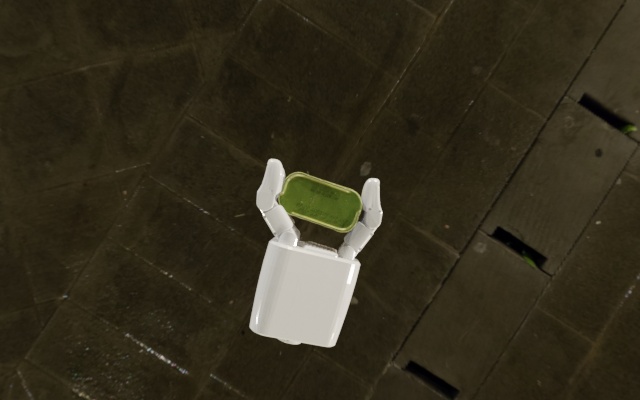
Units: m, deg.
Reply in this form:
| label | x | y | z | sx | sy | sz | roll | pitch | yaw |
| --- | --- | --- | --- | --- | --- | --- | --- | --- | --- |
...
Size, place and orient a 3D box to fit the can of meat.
| label | x | y | z | sx | sy | sz | roll | pitch | yaw |
| --- | --- | --- | --- | --- | --- | --- | --- | --- | --- |
| can of meat | 0.000 | 0.002 | 0.591 | 0.102 | 0.057 | 0.084 | 19 | 1 | 0 |
